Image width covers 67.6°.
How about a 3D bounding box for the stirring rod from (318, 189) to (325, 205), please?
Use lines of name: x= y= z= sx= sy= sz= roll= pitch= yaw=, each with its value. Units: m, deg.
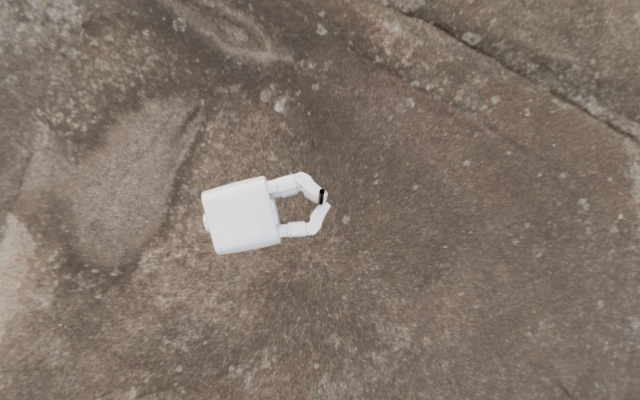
stirring rod: x=0.000 y=0.003 z=0.780 sx=0.011 sy=0.011 sz=0.239 roll=0 pitch=-7 yaw=-1
